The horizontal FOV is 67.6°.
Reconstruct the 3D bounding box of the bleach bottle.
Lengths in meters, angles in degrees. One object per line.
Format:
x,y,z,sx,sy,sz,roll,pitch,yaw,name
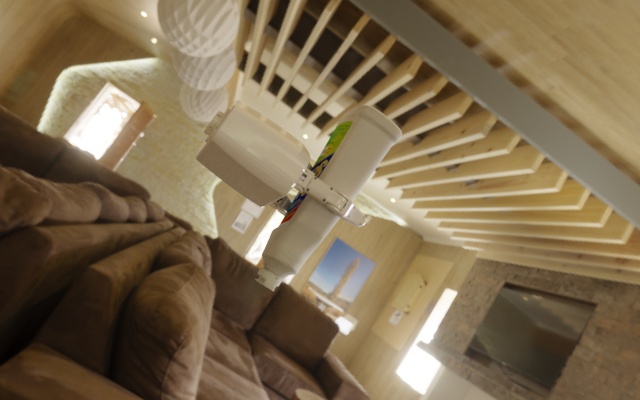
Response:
0.000,0.002,0.605,0.068,0.251,0.102,35,-9,-16,bleach bottle
